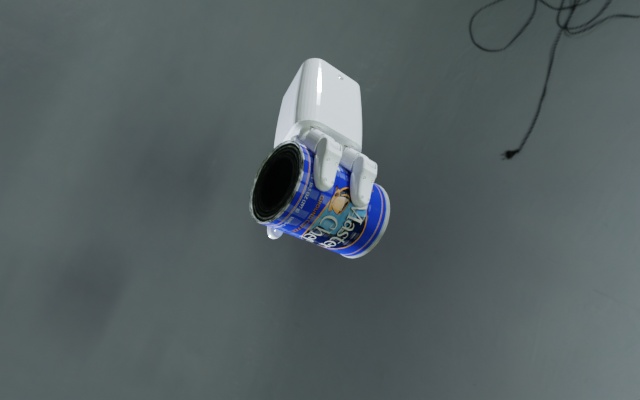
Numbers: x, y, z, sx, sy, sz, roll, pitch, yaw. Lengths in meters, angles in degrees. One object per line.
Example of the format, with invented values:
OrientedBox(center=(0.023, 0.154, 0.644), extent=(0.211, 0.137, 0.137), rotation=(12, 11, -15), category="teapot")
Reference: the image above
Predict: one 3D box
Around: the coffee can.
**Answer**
OrientedBox(center=(0.000, 0.002, 0.583), extent=(0.140, 0.102, 0.103), rotation=(24, -14, -34), category="coffee can")
